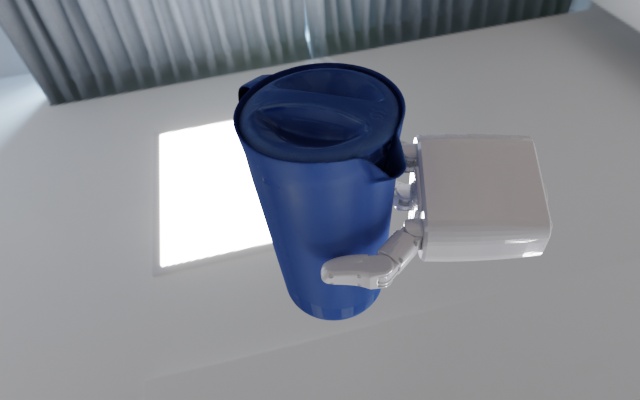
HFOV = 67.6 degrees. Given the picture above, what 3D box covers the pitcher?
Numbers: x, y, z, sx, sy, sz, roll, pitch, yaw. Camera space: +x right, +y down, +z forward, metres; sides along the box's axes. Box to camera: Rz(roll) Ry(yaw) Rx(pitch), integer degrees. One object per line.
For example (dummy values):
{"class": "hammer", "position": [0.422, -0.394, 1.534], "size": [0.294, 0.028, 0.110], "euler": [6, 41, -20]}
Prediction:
{"class": "pitcher", "position": [0.000, 0.002, 0.455], "size": [0.145, 0.149, 0.243], "euler": [-2, -44, 3]}
